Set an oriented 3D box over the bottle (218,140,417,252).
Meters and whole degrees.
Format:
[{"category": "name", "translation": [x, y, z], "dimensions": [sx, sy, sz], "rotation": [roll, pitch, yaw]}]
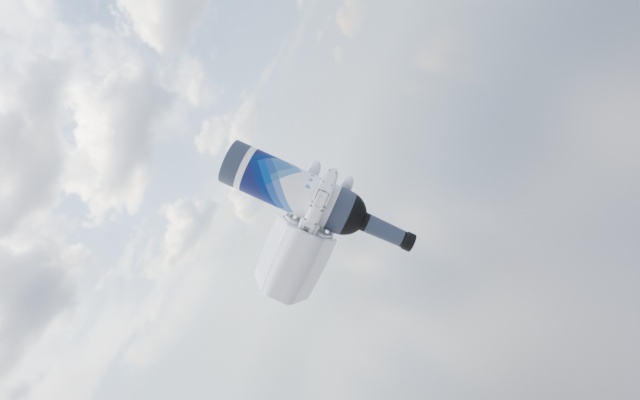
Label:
[{"category": "bottle", "translation": [0.000, 0.002, 0.695], "dimensions": [0.296, 0.069, 0.069], "rotation": [24, 0, 0]}]
